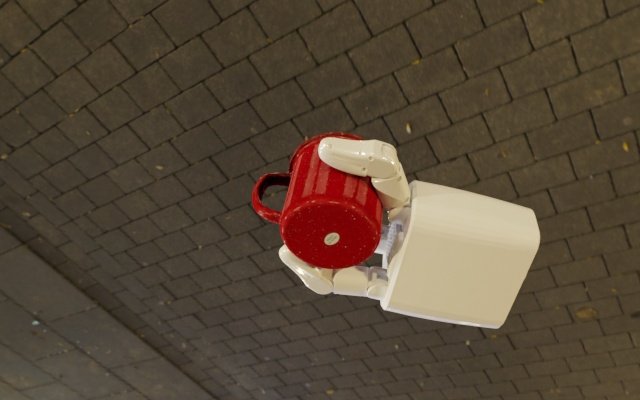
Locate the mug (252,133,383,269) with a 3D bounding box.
[{"bbox_3d":[-0.001,0.001,0.405,0.117,0.093,0.081,9,41,1],"label":"mug"}]
